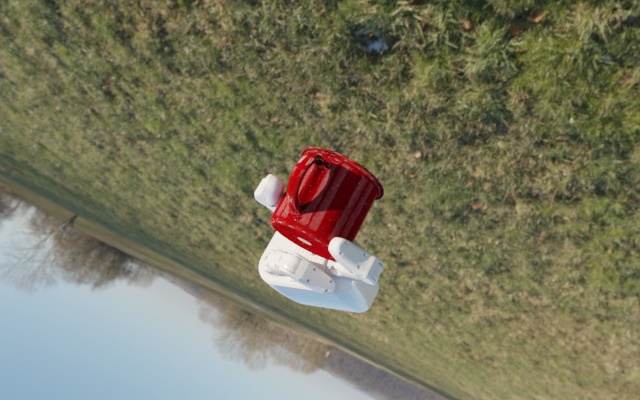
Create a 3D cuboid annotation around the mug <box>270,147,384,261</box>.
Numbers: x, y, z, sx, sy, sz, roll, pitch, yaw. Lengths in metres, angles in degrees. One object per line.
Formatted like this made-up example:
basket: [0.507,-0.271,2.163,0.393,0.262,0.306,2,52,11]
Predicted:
mug: [0.000,0.001,0.461,0.093,0.081,0.117,21,-18,27]
